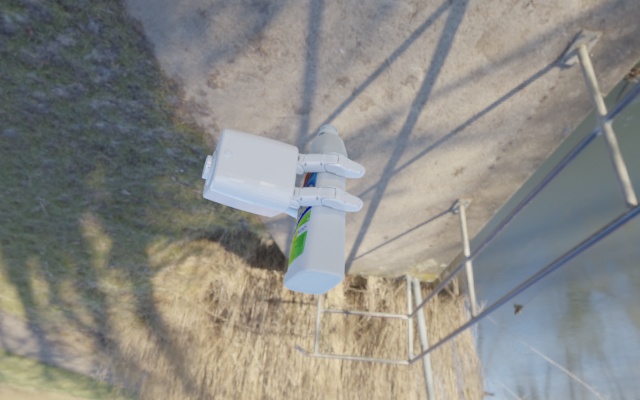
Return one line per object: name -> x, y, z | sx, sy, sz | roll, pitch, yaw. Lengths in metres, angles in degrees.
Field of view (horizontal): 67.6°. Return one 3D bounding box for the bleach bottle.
bleach bottle -> 0.000, 0.002, 0.702 | 0.068, 0.250, 0.103 | 15, -30, -17
